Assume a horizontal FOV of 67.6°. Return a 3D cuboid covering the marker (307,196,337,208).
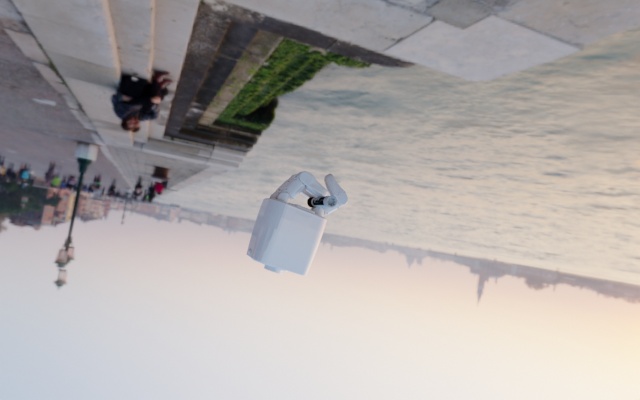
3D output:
[{"bbox_3d":[0.000,0.003,0.800,0.020,0.020,0.121,0,-1,-17],"label":"marker"}]
